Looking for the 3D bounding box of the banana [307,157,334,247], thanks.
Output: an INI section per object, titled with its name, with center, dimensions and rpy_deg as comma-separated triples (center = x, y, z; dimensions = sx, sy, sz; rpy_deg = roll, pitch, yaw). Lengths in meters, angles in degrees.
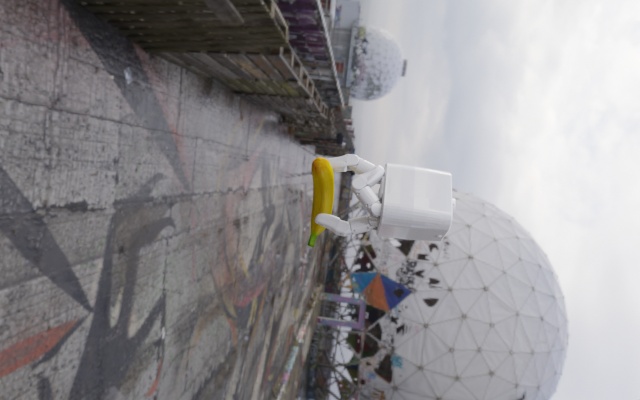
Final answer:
[banana]
center = 0.003, -0.008, 0.793
dimensions = 0.037, 0.198, 0.069
rpy_deg = 7, 45, 5
